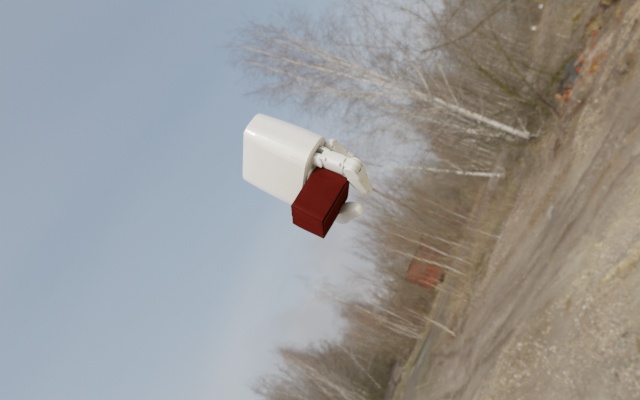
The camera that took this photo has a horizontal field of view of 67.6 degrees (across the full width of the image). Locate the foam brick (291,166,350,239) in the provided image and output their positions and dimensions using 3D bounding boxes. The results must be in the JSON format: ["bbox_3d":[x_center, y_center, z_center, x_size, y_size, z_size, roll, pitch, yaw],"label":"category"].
[{"bbox_3d":[0.000,0.002,0.658,0.051,0.078,0.053,25,-28,13],"label":"foam brick"}]
